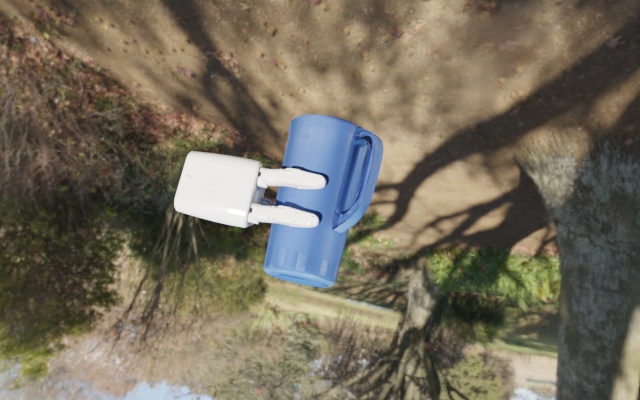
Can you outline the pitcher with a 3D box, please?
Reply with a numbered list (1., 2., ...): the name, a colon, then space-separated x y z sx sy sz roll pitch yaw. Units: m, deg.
1. pitcher: 0.000 0.002 0.717 0.145 0.242 0.149 12 -14 0
